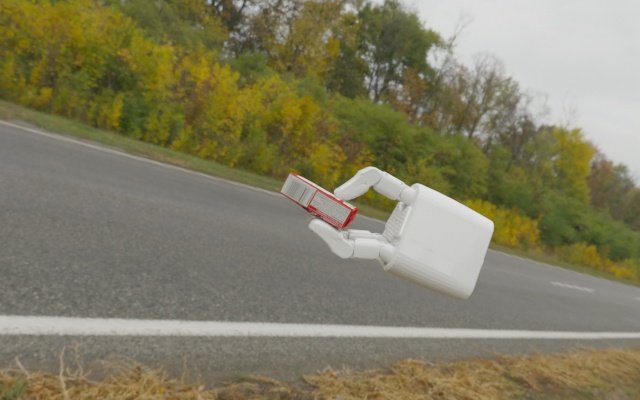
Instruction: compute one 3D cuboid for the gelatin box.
[{"bbox_3d":[0.000,0.001,0.580,0.089,0.030,0.073,31,4,6],"label":"gelatin box"}]
